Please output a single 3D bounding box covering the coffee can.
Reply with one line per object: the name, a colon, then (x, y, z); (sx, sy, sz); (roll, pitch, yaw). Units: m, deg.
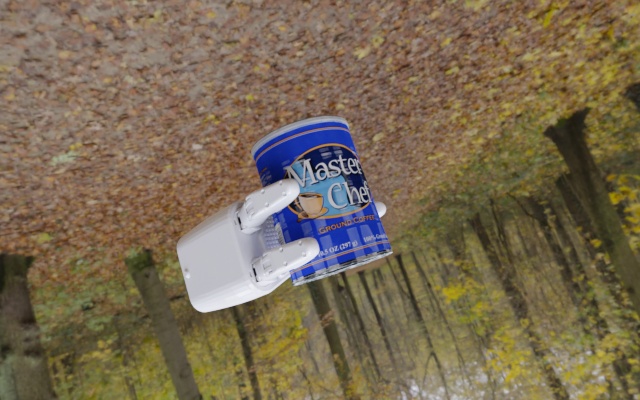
coffee can: (0.000, 0.001, 0.474); (0.103, 0.140, 0.103); (-18, -11, -3)
